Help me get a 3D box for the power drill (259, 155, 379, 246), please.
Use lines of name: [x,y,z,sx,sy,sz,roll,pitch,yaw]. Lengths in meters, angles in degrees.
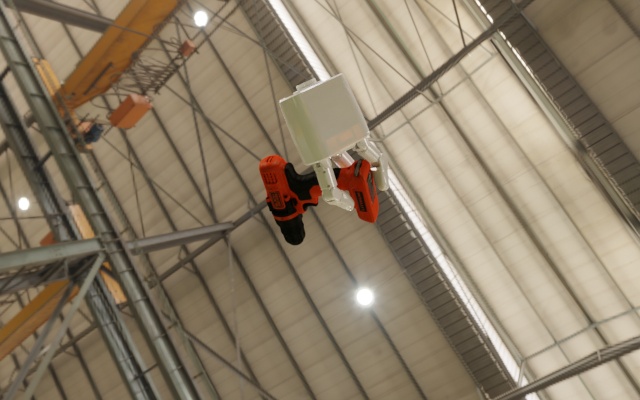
power drill: [0.001,0.002,0.814,0.187,0.185,0.057,-4,37,17]
